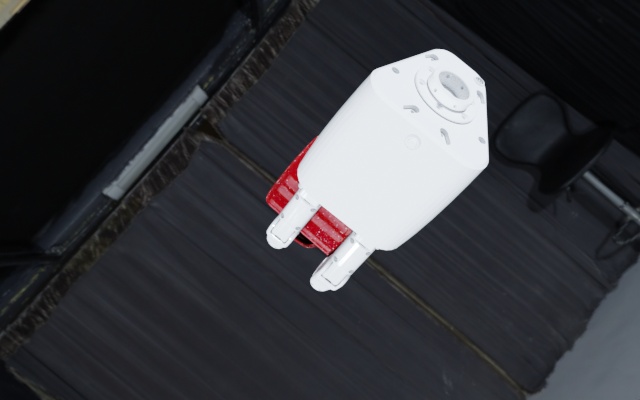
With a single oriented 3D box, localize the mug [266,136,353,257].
[{"bbox_3d":[-0.001,0.002,0.444,0.117,0.081,0.093,-49,1,46],"label":"mug"}]
